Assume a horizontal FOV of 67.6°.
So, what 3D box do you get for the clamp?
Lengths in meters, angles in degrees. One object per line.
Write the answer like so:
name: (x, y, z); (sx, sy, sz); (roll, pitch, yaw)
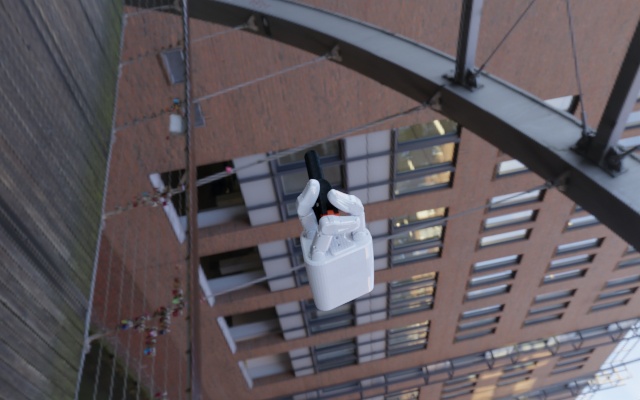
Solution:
clamp: (0.001, 0.002, 0.795); (0.039, 0.120, 0.171); (-11, 33, -4)
